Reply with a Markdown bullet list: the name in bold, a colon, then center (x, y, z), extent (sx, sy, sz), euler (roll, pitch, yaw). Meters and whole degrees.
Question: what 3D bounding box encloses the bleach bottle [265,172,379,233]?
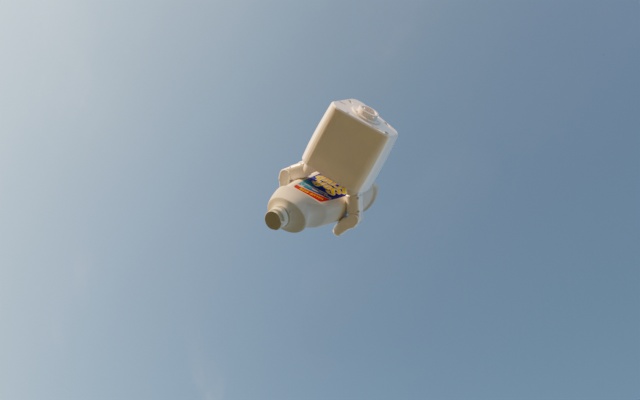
- **bleach bottle**: center (0.000, 0.003, 0.779), extent (0.102, 0.068, 0.250), euler (39, 30, 15)
